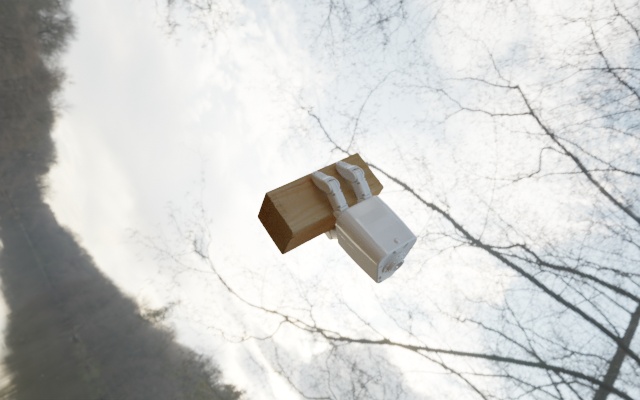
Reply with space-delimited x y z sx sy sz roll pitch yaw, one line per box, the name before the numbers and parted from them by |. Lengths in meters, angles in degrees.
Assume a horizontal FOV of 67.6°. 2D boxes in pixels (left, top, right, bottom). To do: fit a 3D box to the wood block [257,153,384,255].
wood block | 0.000 0.003 0.869 0.206 0.090 0.091 -25 -20 -30
